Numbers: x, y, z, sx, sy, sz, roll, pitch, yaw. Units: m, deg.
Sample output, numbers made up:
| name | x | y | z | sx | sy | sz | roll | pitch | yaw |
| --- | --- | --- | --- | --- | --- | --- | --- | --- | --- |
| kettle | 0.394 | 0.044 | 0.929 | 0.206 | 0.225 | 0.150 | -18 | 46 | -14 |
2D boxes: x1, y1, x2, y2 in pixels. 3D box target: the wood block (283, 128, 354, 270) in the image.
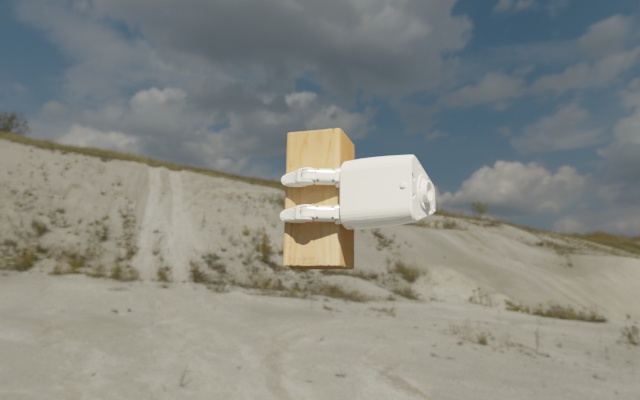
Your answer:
| name | x | y | z | sx | sy | sz | roll | pitch | yaw |
| --- | --- | --- | --- | --- | --- | --- | --- | --- | --- |
| wood block | 0.001 | 0.002 | 0.750 | 0.090 | 0.206 | 0.091 | -3 | -13 | 18 |
